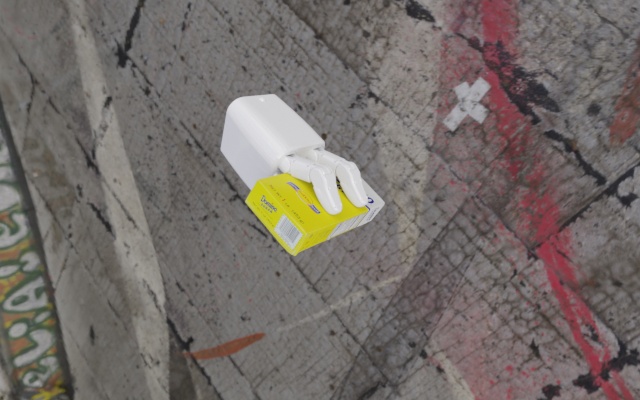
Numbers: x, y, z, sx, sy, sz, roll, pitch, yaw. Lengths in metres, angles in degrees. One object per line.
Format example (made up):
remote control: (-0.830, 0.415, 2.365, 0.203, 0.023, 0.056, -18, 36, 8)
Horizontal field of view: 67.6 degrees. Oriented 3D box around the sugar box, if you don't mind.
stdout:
sugar box: (0.000, 0.002, 0.612, 0.176, 0.093, 0.048, -21, -27, -49)
